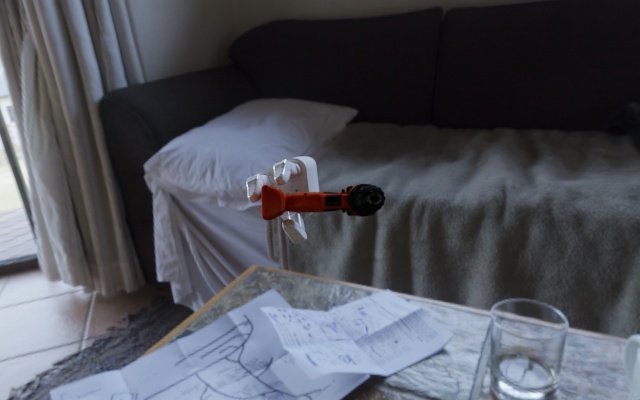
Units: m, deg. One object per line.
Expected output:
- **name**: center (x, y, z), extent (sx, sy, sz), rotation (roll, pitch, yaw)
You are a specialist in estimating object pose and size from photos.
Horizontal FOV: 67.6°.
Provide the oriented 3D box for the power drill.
- **power drill**: center (0.000, 0.002, 0.763), extent (0.187, 0.057, 0.184), rotation (0, -4, -6)
